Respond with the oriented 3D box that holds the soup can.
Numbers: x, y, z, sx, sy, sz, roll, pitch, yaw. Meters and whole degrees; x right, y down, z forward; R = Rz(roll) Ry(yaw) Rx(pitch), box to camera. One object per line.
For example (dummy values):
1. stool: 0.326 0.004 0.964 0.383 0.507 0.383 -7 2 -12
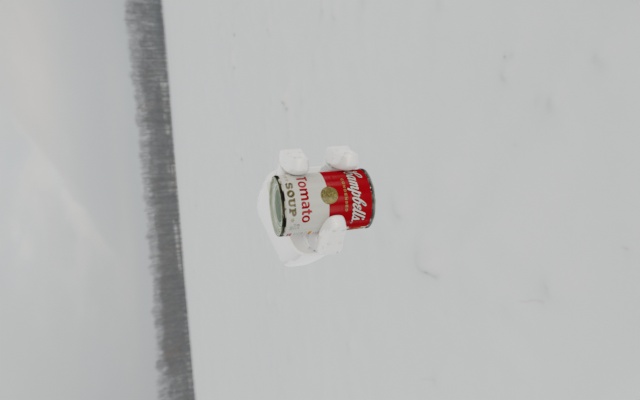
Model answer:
1. soup can: 0.000 0.002 0.521 0.102 0.068 0.068 -5 1 -17
